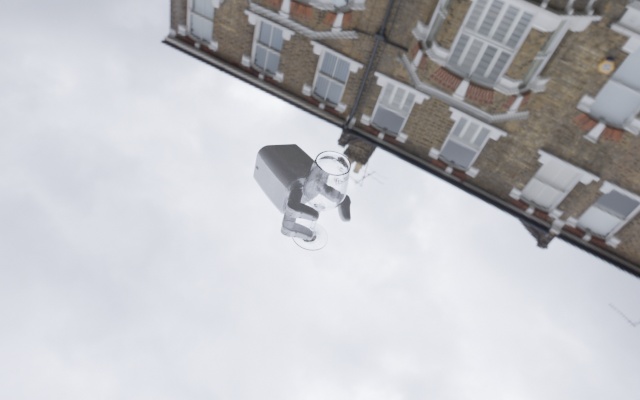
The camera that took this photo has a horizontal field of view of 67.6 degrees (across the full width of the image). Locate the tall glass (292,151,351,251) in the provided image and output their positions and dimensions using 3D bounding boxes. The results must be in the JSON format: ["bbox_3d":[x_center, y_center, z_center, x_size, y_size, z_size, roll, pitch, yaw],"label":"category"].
[{"bbox_3d":[0.000,0.003,0.880,0.079,0.079,0.201,0,-42,-17],"label":"tall glass"}]
